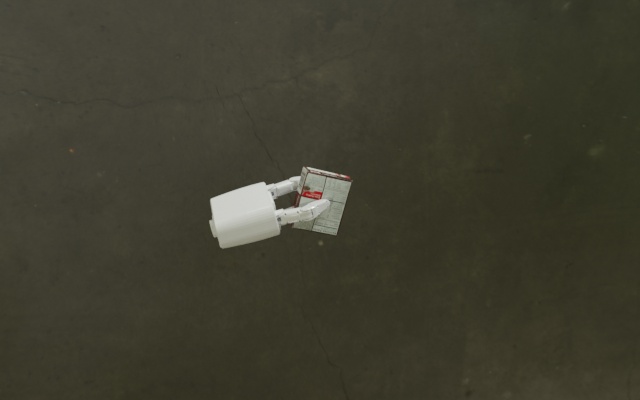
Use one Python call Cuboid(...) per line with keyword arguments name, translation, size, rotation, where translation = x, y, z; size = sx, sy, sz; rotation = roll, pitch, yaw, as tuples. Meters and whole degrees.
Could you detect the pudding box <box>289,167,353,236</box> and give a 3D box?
Cuboid(name="pudding box", translation=(0.000, 0.003, 0.874), size=(0.090, 0.113, 0.039), rotation=(11, 15, -17))
